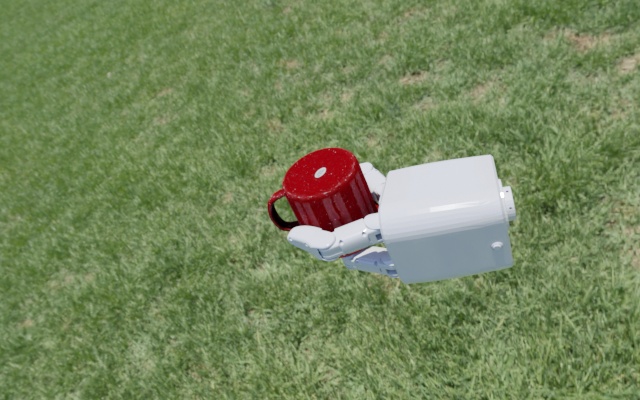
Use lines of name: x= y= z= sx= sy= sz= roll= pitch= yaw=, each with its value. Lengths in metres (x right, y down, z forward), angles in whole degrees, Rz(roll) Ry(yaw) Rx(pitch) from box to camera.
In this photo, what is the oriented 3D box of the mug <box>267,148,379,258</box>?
mug: x=-0.001 y=0.002 z=0.501 sx=0.117 sy=0.081 sz=0.093 roll=-12 pitch=39 yaw=17
